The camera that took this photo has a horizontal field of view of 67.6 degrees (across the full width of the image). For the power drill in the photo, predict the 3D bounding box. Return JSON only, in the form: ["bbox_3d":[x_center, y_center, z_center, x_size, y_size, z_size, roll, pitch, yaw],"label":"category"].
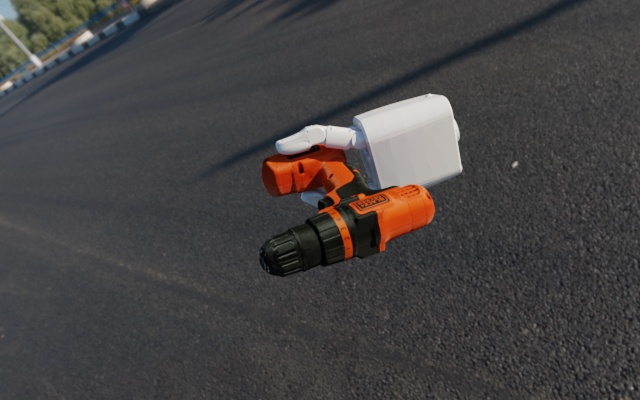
[{"bbox_3d":[0.000,0.001,0.522,0.184,0.057,0.187,-17,33,-19],"label":"power drill"}]
